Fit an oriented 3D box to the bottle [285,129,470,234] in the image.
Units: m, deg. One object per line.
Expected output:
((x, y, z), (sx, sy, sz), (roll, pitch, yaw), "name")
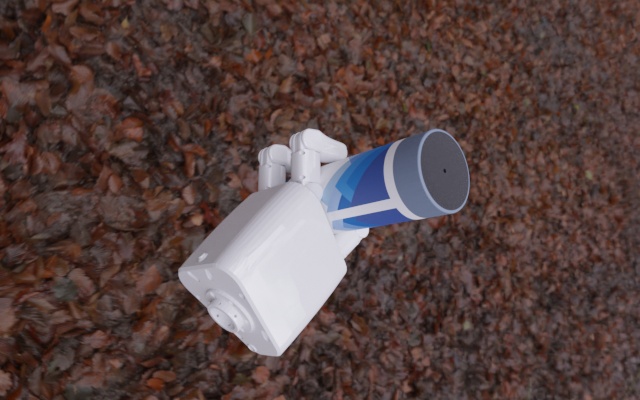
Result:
((0.000, 0.001, 0.474), (0.069, 0.069, 0.296), (0, -10, -41), "bottle")
